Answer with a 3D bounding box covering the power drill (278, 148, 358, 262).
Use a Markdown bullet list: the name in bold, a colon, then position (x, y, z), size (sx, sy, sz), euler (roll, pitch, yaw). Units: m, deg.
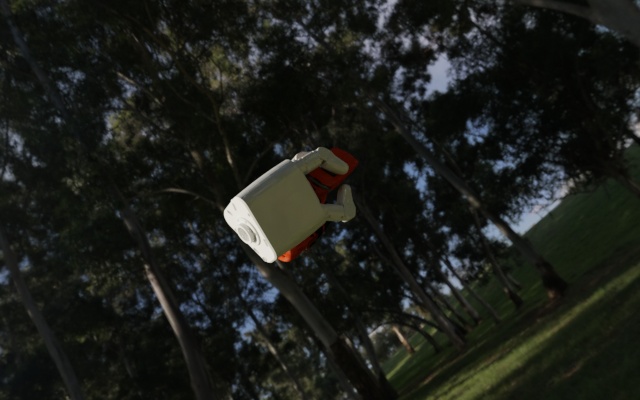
- **power drill**: position (0.000, 0.002, 0.835), size (0.057, 0.188, 0.184), euler (31, 37, 12)
